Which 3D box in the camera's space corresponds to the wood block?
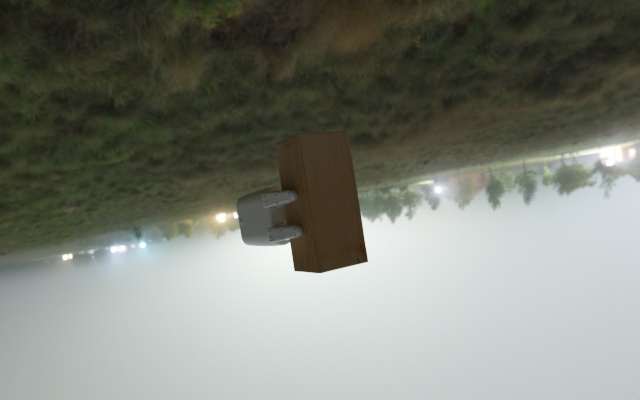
[{"bbox_3d":[0.000,0.003,0.752,0.091,0.206,0.090,-8,-1,-31],"label":"wood block"}]
